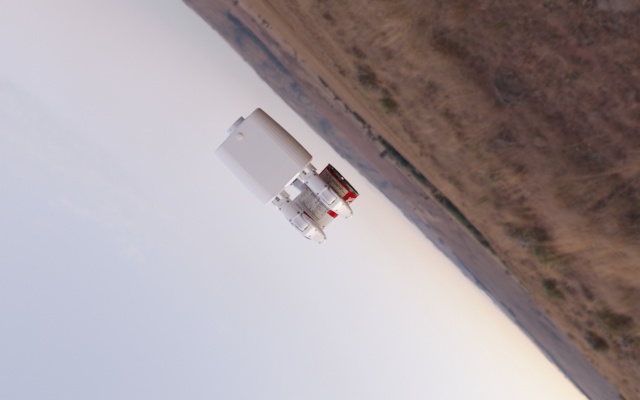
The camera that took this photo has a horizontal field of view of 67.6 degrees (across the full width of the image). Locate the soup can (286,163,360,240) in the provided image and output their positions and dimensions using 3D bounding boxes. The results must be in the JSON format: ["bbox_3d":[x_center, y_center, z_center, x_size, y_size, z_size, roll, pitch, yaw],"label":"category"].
[{"bbox_3d":[0.000,0.003,0.730,0.102,0.068,0.068,-44,-7,7],"label":"soup can"}]
